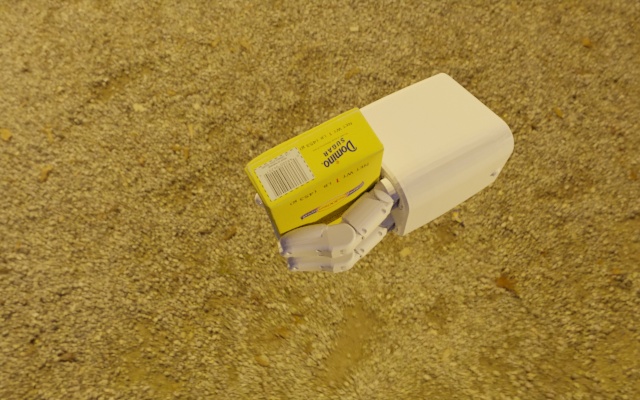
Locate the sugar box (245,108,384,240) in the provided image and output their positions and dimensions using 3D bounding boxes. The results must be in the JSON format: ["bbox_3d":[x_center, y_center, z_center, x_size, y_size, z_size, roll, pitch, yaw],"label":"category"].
[{"bbox_3d":[0.000,0.002,0.408,0.093,0.048,0.176,-27,-22,-7],"label":"sugar box"}]
